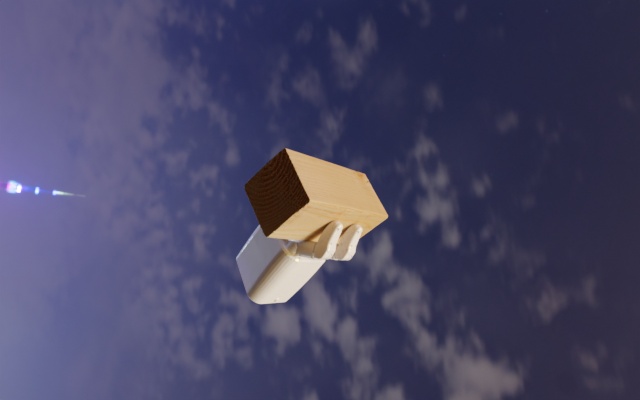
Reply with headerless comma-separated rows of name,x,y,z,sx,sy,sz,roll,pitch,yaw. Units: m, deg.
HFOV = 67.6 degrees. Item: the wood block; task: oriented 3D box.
wood block,0.000,0.002,0.714,0.090,0.090,0.206,-40,-28,25
